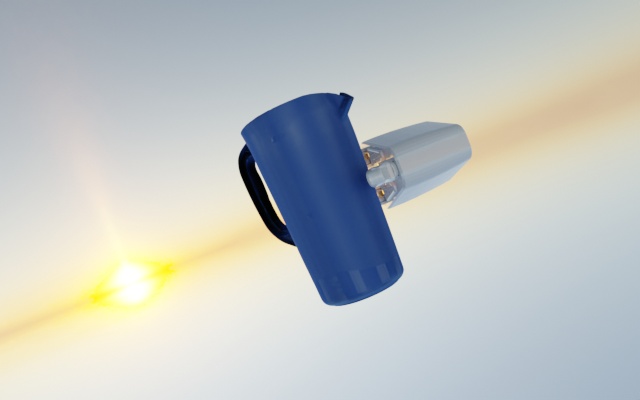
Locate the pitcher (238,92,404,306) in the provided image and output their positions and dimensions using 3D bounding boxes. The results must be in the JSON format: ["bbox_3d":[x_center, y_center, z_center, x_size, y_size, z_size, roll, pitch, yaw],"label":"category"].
[{"bbox_3d":[0.000,0.002,0.589,0.145,0.243,0.149,-22,-1,-14],"label":"pitcher"}]
